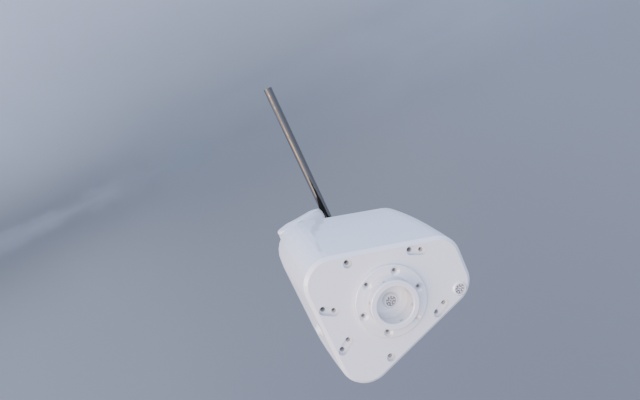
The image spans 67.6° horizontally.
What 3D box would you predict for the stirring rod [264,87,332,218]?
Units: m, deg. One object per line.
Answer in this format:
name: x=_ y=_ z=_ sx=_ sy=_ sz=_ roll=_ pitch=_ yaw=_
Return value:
stirring rod: x=0.000 y=0.002 z=0.473 sx=0.011 sy=0.239 sz=0.011 roll=-24 pitch=12 yaw=5
